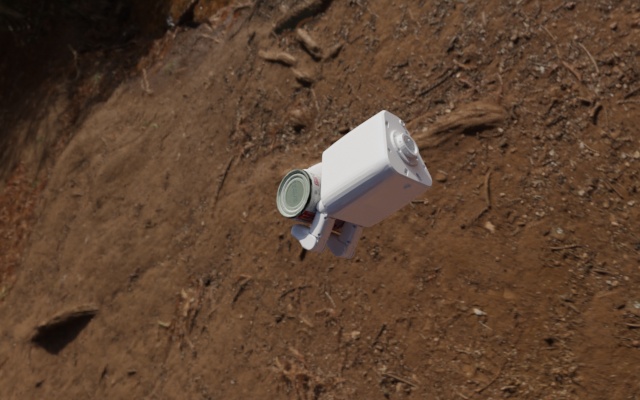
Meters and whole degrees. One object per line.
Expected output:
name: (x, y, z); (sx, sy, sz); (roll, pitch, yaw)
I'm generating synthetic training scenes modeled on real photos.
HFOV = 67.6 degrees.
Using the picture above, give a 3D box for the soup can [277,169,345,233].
soup can: (0.000, 0.002, 0.649); (0.102, 0.068, 0.068); (17, -12, -42)
